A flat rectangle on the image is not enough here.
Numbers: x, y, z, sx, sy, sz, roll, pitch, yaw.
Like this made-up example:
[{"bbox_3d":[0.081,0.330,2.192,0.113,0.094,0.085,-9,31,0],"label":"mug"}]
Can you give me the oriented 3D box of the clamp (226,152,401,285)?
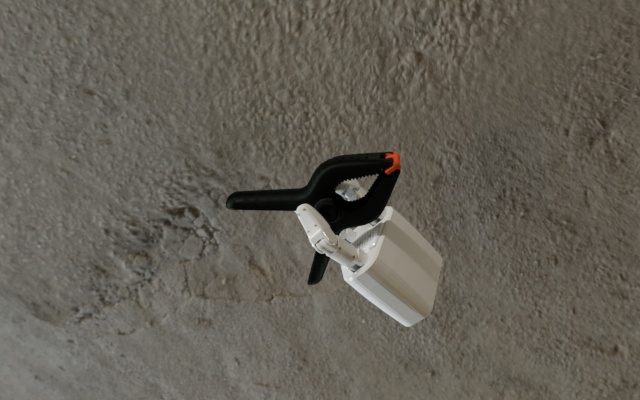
[{"bbox_3d":[0.001,0.002,0.566,0.210,0.164,0.036,-41,20,27],"label":"clamp"}]
